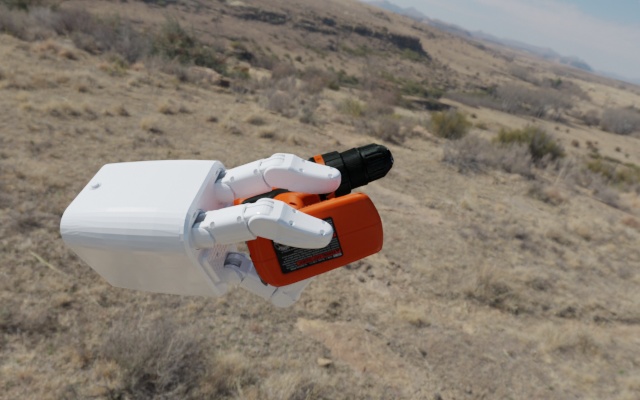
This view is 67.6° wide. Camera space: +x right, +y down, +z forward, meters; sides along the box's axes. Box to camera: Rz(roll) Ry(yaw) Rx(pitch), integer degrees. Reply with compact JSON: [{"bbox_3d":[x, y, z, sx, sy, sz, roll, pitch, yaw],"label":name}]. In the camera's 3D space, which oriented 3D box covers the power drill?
[{"bbox_3d":[0.000,0.002,0.452,0.184,0.057,0.187,-20,17,-1],"label":"power drill"}]
